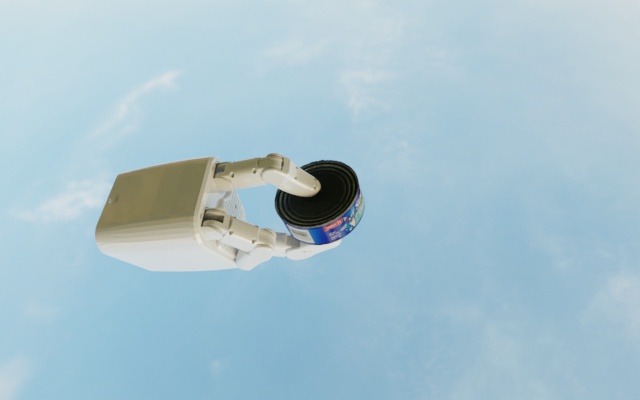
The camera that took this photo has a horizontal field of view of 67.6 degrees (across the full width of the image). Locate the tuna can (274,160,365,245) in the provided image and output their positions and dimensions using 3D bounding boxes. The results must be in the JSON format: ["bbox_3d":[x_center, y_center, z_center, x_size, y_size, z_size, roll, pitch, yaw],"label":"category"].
[{"bbox_3d":[0.000,0.002,0.474,0.086,0.086,0.034,0,-39,22],"label":"tuna can"}]
